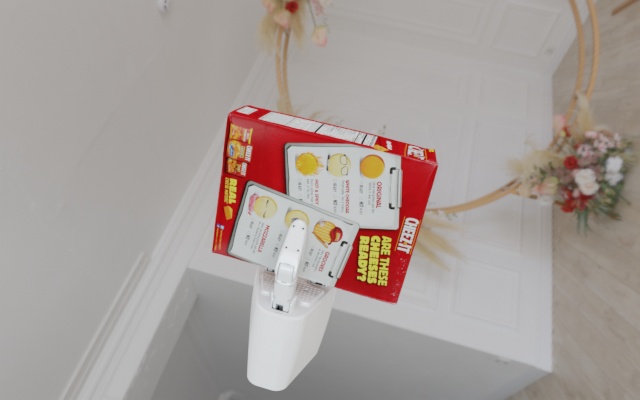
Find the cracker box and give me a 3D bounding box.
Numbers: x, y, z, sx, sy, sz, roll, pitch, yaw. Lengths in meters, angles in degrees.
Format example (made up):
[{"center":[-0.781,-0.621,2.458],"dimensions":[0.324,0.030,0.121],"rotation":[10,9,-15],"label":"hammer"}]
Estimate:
[{"center":[0.000,0.002,0.518],"dimensions":[0.213,0.164,0.072],"rotation":[14,23,6],"label":"cracker box"}]
